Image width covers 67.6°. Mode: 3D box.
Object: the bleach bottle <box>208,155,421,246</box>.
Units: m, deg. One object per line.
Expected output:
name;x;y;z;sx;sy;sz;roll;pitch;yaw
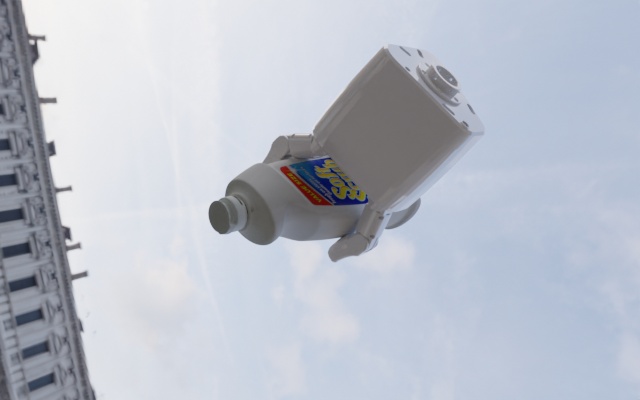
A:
bleach bottle;0.000;0.002;0.487;0.251;0.102;0.068;-14;-25;-49
